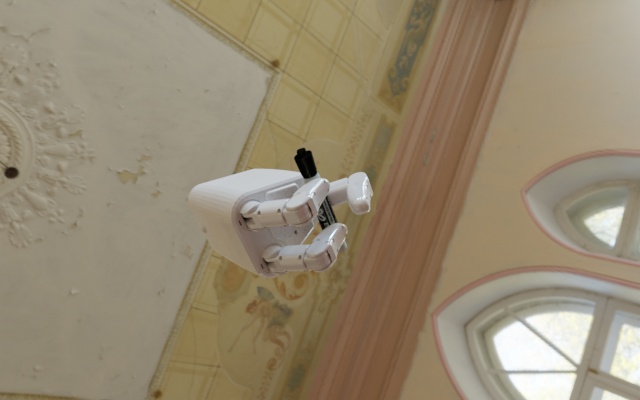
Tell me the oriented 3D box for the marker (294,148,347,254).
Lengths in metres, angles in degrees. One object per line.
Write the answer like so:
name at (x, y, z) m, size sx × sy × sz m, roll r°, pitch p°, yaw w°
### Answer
marker at (0.000, 0.002, 0.488) m, size 0.020 × 0.121 × 0.020 m, roll -17°, pitch 27°, yaw 9°
